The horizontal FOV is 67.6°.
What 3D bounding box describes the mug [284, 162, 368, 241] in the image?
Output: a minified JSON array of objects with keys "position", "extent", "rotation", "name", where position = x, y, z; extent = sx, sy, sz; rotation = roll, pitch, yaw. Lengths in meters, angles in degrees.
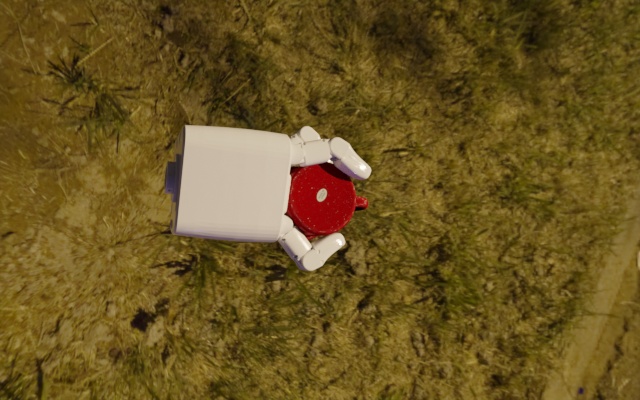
[{"position":[0.002,0.002,0.553],"extent":[0.117,0.093,0.081],"rotation":[7,-8,-21],"name":"mug"}]
